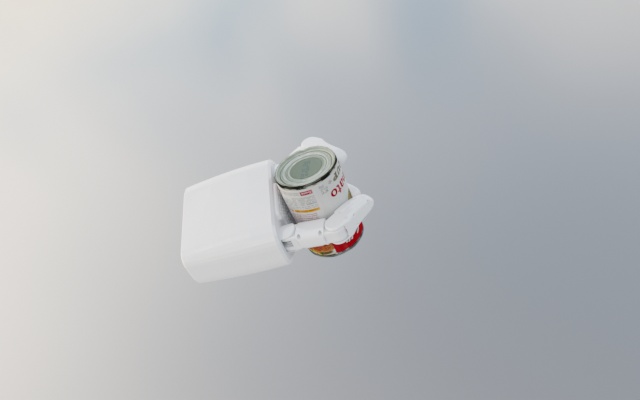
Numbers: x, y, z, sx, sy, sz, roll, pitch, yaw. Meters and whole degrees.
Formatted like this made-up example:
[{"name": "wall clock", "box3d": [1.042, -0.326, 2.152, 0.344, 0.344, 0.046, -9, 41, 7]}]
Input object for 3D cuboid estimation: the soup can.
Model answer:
[{"name": "soup can", "box3d": [0.000, 0.001, 0.507, 0.068, 0.102, 0.068, -14, 38, 12]}]
